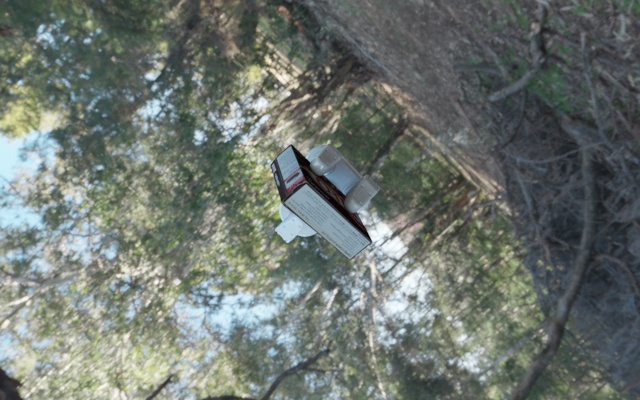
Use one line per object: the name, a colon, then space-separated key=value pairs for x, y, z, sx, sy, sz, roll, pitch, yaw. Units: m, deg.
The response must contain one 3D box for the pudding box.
pudding box: x=0.000 y=0.002 z=0.519 sx=0.113 sy=0.039 sz=0.090 roll=40 pitch=13 yaw=-30
